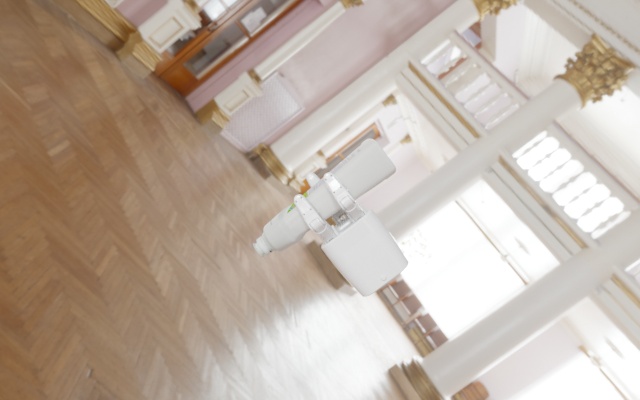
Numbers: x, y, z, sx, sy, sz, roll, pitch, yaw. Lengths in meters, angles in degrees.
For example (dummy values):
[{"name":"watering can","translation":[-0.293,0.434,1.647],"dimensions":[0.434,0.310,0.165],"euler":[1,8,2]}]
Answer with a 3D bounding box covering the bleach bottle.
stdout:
[{"name":"bleach bottle","translation":[0.000,0.002,0.762],"dimensions":[0.251,0.068,0.102],"euler":[-37,5,5]}]
